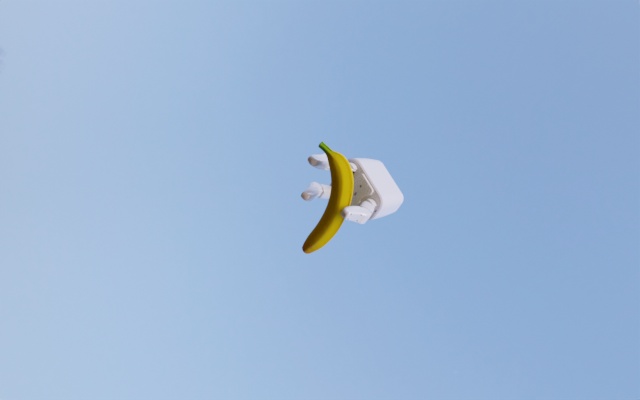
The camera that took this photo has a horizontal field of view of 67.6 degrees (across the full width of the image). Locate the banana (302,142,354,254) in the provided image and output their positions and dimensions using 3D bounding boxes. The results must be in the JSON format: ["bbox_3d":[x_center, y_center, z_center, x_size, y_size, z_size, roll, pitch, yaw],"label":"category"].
[{"bbox_3d":[0.017,0.004,0.806,0.069,0.198,0.037,16,14,23],"label":"banana"}]
